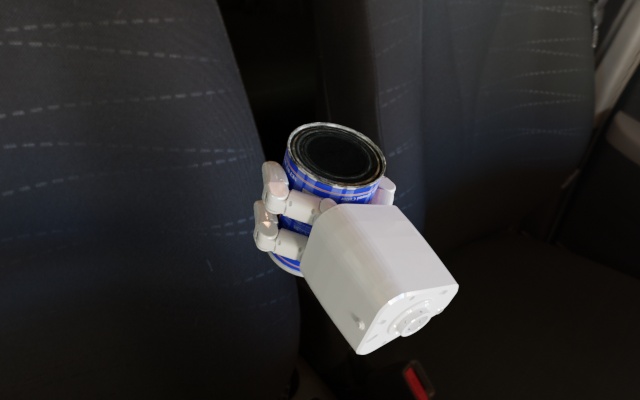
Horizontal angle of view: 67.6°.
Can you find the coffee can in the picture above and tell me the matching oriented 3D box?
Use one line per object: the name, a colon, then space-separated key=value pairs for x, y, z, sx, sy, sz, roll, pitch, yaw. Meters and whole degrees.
coffee can: x=0.000 y=0.002 z=0.522 sx=0.103 sy=0.140 sz=0.102 roll=10 pitch=42 yaw=-9
